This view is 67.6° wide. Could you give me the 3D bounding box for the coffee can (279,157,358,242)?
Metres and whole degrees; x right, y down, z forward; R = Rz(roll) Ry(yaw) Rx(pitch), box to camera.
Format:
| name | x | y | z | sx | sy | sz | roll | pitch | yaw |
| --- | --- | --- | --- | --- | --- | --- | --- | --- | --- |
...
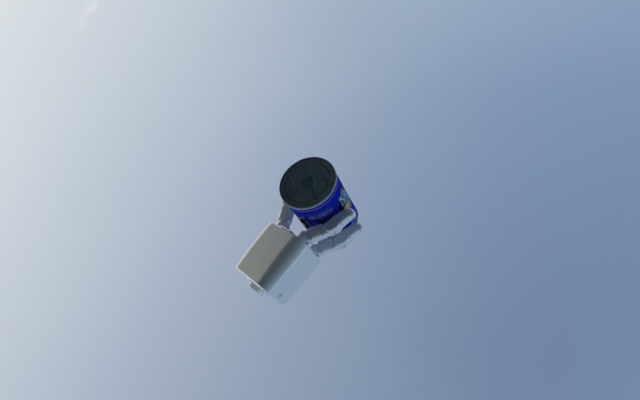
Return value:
| name | x | y | z | sx | sy | sz | roll | pitch | yaw |
| --- | --- | --- | --- | --- | --- | --- | --- | --- | --- |
| coffee can | 0.000 | 0.003 | 0.858 | 0.103 | 0.102 | 0.140 | 0 | -30 | 22 |
